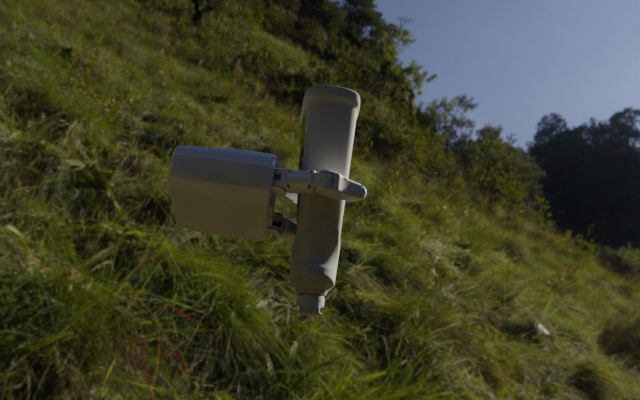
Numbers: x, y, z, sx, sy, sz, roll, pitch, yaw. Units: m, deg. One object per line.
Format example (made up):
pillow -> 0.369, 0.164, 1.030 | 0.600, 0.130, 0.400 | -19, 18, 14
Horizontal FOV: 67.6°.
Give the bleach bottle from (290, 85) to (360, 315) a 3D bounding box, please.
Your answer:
bleach bottle -> 0.000, 0.002, 0.550 | 0.068, 0.250, 0.103 | 7, -19, -4
